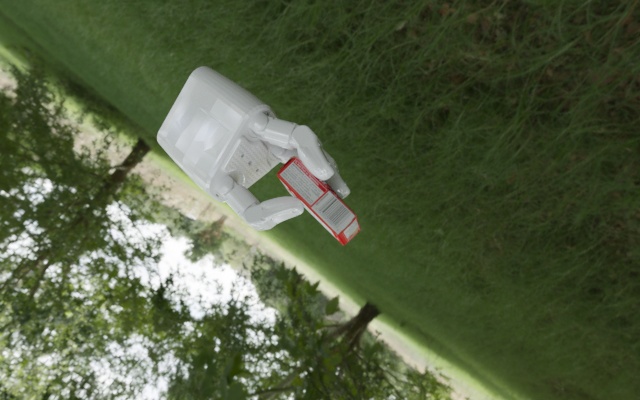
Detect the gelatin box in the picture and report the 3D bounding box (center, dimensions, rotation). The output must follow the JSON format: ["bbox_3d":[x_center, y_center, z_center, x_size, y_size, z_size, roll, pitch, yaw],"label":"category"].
[{"bbox_3d":[0.000,0.002,0.487,0.089,0.030,0.073,45,-4,15],"label":"gelatin box"}]
